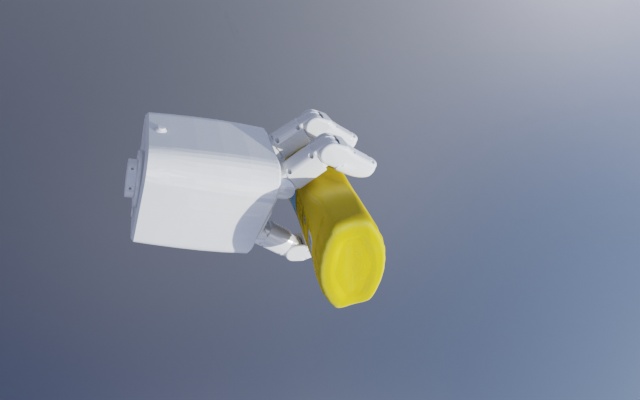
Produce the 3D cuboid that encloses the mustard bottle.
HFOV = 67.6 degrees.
[{"bbox_3d":[0.000,0.002,0.453,0.058,0.096,0.191,-14,38,-10],"label":"mustard bottle"}]
